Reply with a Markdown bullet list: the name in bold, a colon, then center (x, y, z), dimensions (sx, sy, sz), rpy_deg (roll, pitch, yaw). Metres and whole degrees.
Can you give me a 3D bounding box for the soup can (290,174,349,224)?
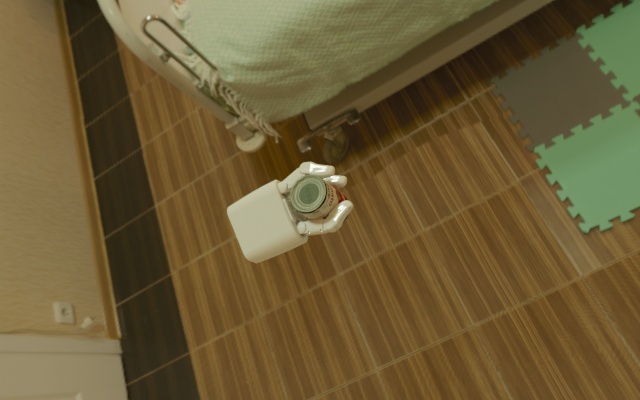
- **soup can**: center (0.000, 0.002, 0.811), dimensions (0.068, 0.068, 0.102), rpy_deg (0, -17, 26)
